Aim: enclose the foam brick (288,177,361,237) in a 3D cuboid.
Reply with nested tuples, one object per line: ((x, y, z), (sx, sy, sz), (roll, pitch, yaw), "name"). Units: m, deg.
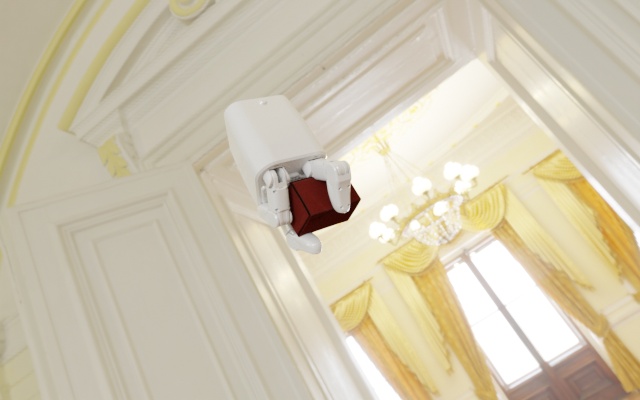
((0.000, 0.002, 0.590), (0.078, 0.051, 0.053), (-16, -27, -31), "foam brick")
